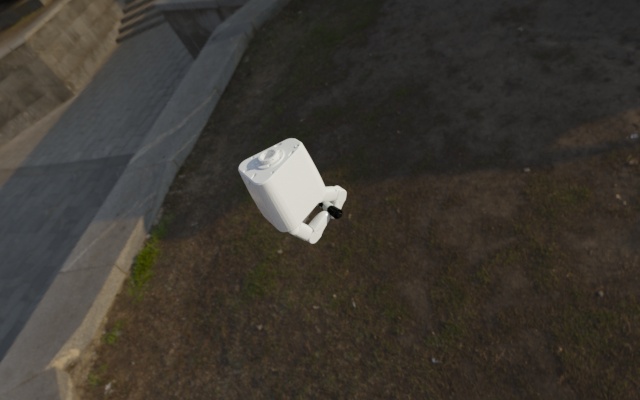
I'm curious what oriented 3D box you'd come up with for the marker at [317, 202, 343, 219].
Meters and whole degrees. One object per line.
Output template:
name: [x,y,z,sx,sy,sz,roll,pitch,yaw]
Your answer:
marker: [0.000,0.003,0.849,0.020,0.020,0.121,0,22,-36]
